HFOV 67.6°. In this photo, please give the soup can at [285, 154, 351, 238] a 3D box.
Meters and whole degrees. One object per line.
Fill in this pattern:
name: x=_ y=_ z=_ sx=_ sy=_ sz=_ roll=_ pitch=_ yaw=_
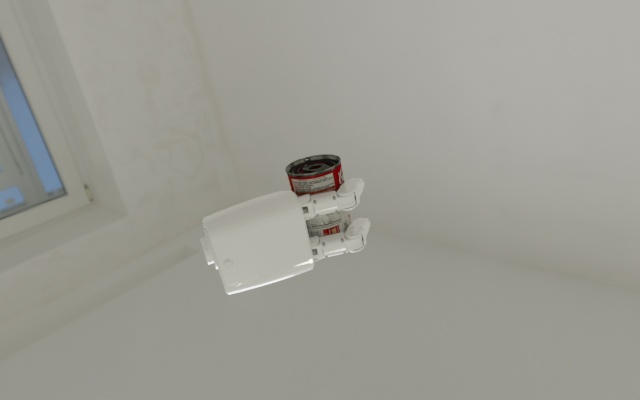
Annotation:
soup can: x=0.001 y=0.002 z=0.592 sx=0.068 sy=0.102 sz=0.068 roll=-10 pitch=22 yaw=4
